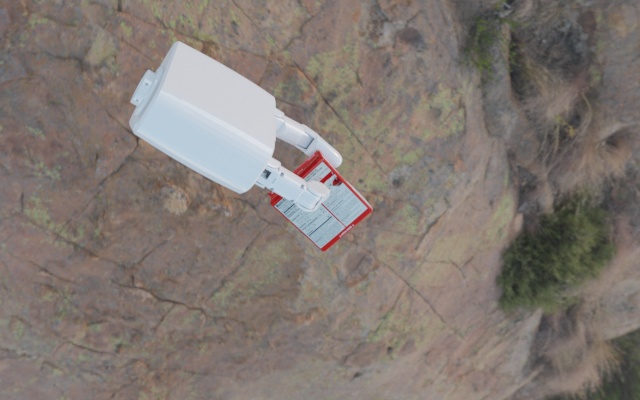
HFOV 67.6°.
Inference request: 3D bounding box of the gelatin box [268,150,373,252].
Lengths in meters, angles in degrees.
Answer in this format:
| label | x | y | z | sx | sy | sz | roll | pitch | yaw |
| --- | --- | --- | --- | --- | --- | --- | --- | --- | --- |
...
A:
| label | x | y | z | sx | sy | sz | roll | pitch | yaw |
| --- | --- | --- | --- | --- | --- | --- | --- | --- | --- |
| gelatin box | 0.000 | 0.002 | 0.513 | 0.089 | 0.073 | 0.030 | 44 | 9 | -26 |
